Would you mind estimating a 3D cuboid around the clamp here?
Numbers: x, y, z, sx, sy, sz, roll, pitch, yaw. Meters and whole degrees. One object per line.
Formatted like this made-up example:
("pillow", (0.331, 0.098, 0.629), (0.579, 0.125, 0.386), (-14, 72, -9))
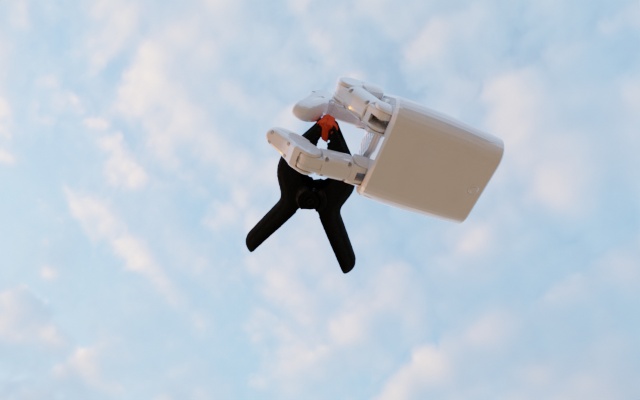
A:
("clamp", (0.000, 0.001, 0.487), (0.120, 0.171, 0.039), (18, 30, -9))
